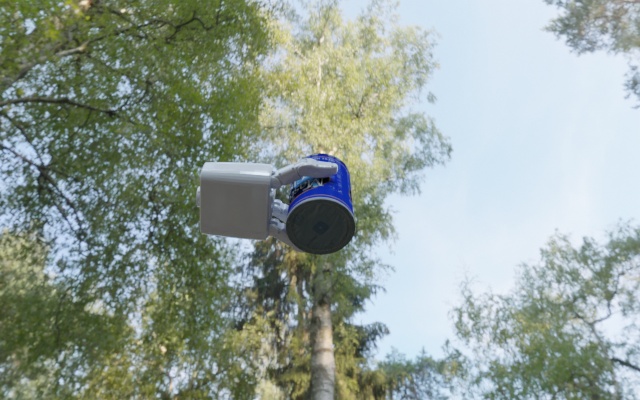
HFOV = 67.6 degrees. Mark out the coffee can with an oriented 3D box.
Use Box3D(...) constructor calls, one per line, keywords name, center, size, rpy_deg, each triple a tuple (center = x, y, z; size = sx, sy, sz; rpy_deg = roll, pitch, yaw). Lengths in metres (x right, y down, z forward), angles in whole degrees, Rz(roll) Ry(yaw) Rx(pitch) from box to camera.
Box3D(name="coffee can", center=(0.000, 0.003, 0.758), size=(0.103, 0.103, 0.140), rpy_deg=(0, 34, 0))
